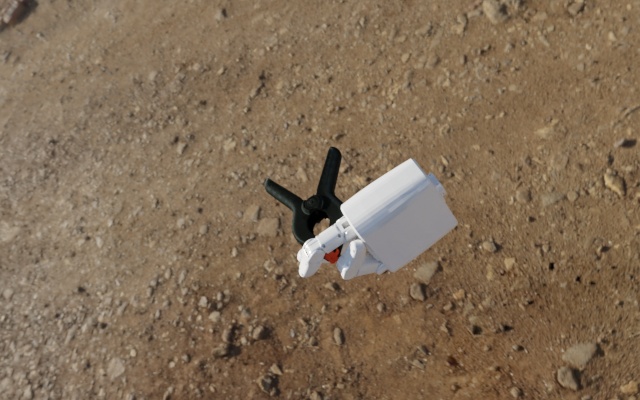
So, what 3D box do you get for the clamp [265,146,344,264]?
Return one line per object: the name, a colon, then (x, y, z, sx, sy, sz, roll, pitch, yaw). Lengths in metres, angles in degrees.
clamp: (0.000, 0.002, 0.647, 0.120, 0.171, 0.039, -36, -36, 8)
